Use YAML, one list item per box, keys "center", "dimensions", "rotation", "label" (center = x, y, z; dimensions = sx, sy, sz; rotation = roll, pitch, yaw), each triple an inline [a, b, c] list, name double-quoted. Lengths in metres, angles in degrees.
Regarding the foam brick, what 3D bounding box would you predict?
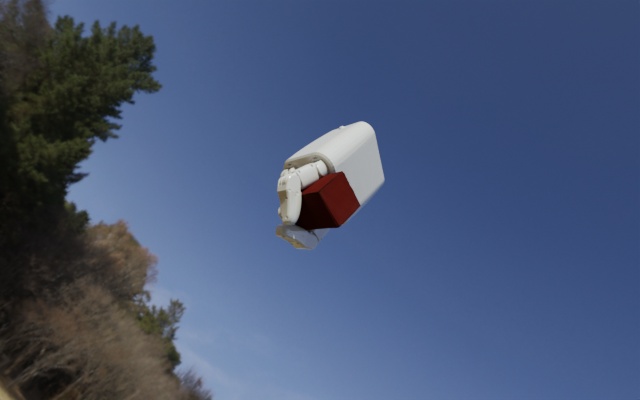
- center: [0.000, 0.002, 0.599]
  dimensions: [0.078, 0.053, 0.051]
  rotation: [-8, 25, 49]
  label: "foam brick"
